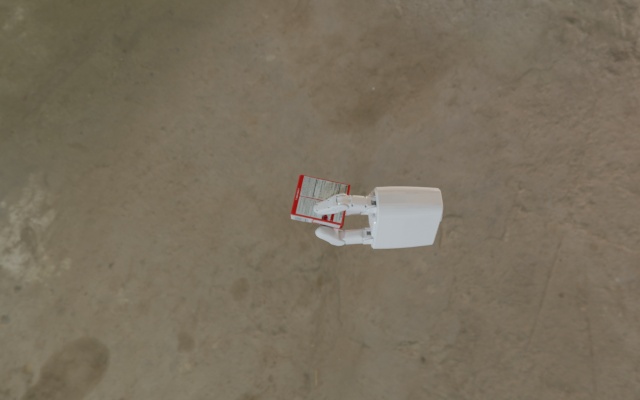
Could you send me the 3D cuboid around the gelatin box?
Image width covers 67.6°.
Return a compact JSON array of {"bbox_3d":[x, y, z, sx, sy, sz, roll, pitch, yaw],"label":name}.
[{"bbox_3d":[0.000,0.002,0.796,0.089,0.073,0.030,12,-19,-1],"label":"gelatin box"}]
